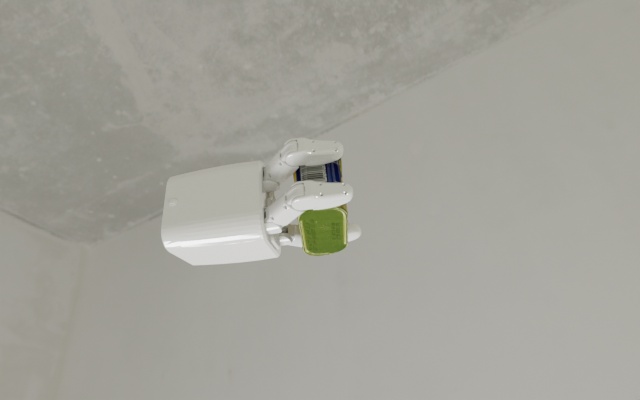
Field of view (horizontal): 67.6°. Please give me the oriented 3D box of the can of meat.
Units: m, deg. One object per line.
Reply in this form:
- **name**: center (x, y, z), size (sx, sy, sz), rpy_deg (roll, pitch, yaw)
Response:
- **can of meat**: center (0.000, 0.002, 0.530), size (0.057, 0.084, 0.102), rpy_deg (-6, -36, 0)
